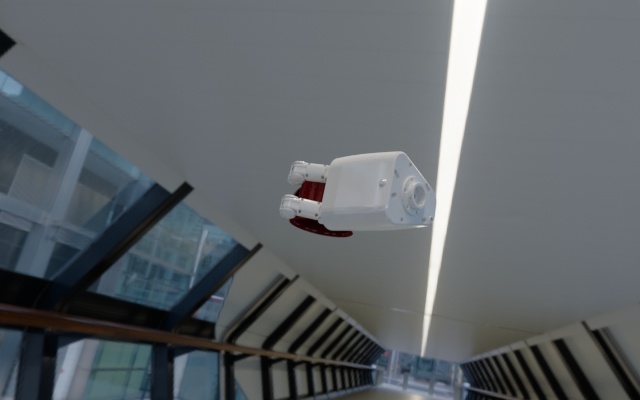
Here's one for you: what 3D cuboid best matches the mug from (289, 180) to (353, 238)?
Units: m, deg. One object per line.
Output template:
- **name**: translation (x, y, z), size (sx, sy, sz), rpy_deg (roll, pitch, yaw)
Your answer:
- **mug**: translation (-0.001, 0.002, 0.702), size (0.117, 0.081, 0.093), rpy_deg (-3, -22, 44)
